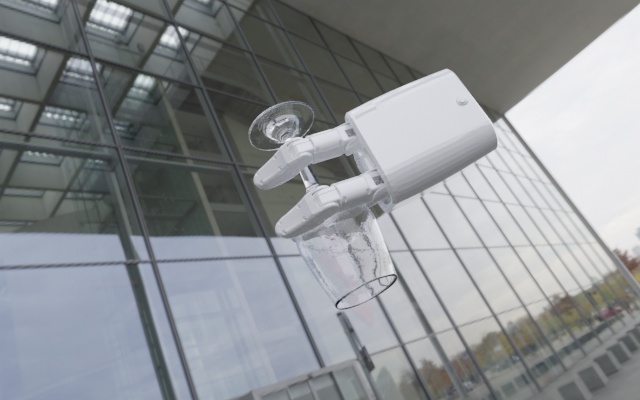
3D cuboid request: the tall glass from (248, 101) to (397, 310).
[{"bbox_3d":[0.000,0.001,0.463,0.079,0.201,0.079,-22,-25,-11],"label":"tall glass"}]
